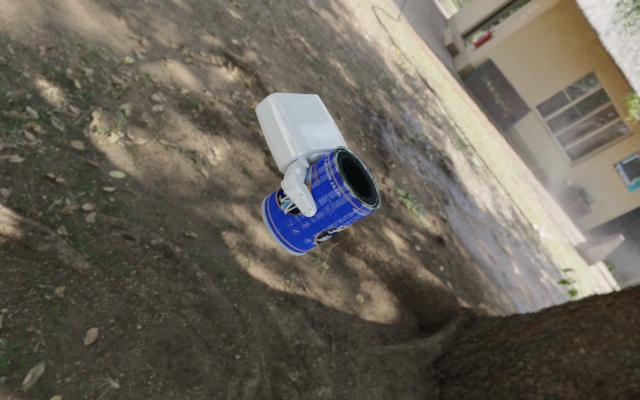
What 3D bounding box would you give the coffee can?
[{"bbox_3d":[0.000,0.002,0.685,0.140,0.102,0.103,-33,-16,26],"label":"coffee can"}]
